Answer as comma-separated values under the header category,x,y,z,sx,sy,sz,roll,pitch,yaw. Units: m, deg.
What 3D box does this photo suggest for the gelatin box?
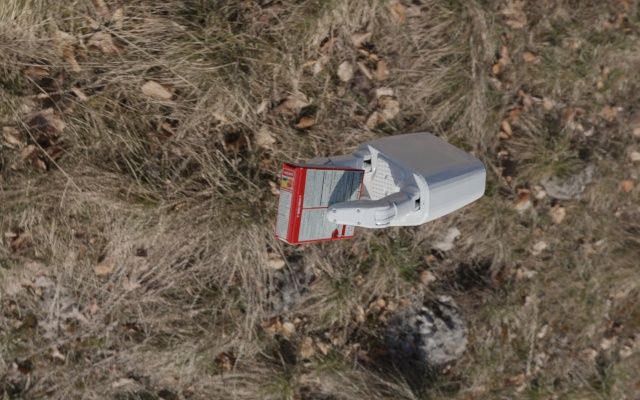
category,x,y,z,sx,sy,sz,roll,pitch,yaw
gelatin box,0.000,0.002,0.471,0.089,0.073,0.030,-2,14,-43
